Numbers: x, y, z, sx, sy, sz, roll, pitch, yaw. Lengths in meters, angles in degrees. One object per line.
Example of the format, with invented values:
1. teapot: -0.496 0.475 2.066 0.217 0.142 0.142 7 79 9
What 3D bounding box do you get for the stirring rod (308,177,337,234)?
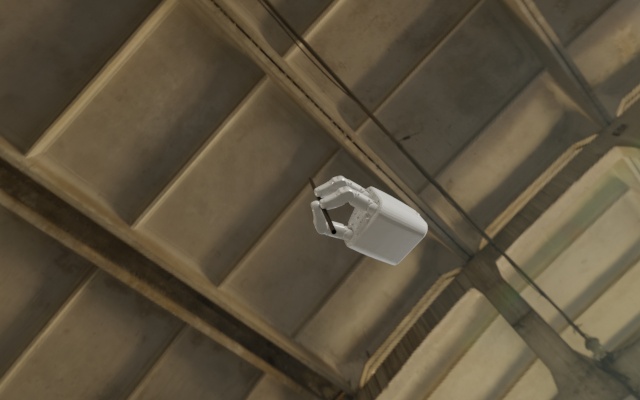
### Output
1. stirring rod: 0.000 0.003 0.832 0.011 0.011 0.239 0 22 -11
